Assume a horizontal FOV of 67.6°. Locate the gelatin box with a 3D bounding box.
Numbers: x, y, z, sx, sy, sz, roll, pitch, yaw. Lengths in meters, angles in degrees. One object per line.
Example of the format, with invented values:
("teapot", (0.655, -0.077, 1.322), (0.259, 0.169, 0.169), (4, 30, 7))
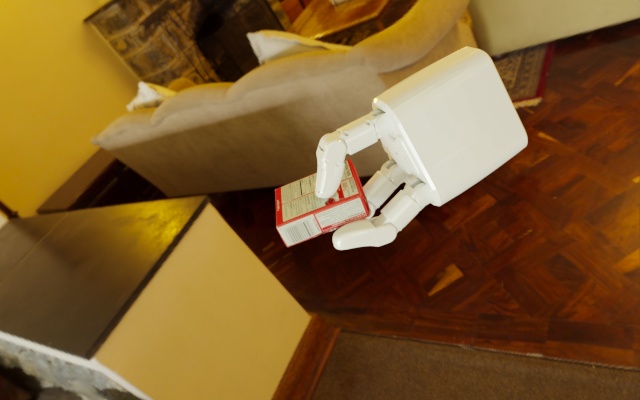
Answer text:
("gelatin box", (0.000, 0.001, 0.477), (0.089, 0.030, 0.073), (-21, 31, 6))
